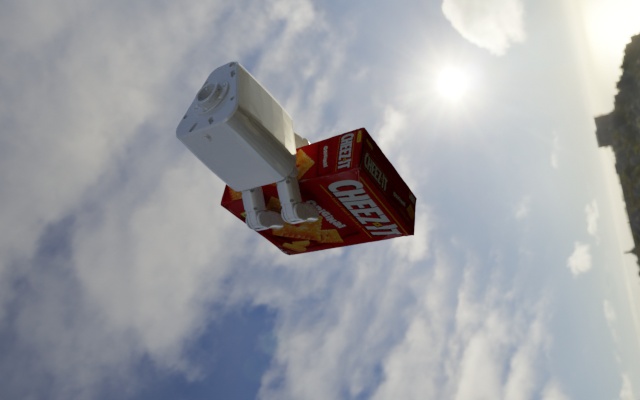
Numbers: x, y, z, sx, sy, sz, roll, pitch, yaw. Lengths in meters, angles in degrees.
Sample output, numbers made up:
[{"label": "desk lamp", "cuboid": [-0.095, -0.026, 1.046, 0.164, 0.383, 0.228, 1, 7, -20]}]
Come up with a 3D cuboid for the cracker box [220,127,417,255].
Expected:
[{"label": "cracker box", "cuboid": [0.000, 0.002, 0.651, 0.214, 0.072, 0.164, -12, -38, 31]}]
